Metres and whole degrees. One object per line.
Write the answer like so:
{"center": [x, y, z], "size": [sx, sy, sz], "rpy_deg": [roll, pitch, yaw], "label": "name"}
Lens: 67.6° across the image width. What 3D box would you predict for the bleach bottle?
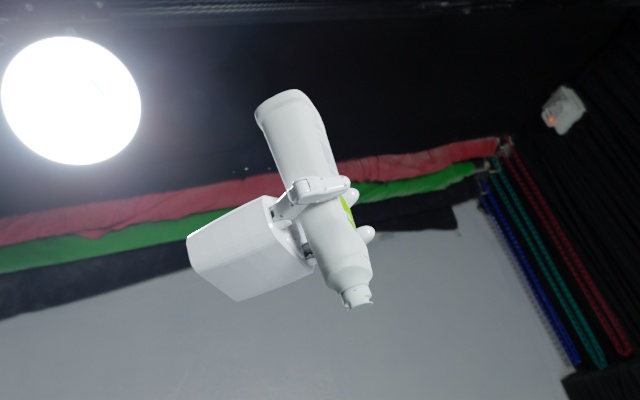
{"center": [0.000, 0.002, 0.539], "size": [0.068, 0.250, 0.103], "rpy_deg": [-25, -26, 12], "label": "bleach bottle"}
